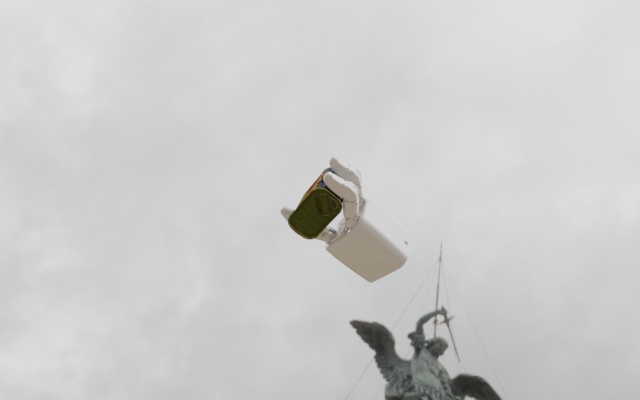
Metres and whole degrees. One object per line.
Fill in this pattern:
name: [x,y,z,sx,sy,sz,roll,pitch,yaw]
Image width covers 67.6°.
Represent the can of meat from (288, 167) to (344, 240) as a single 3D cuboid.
can of meat: [0.000,0.002,0.799,0.057,0.102,0.084,37,33,-7]
